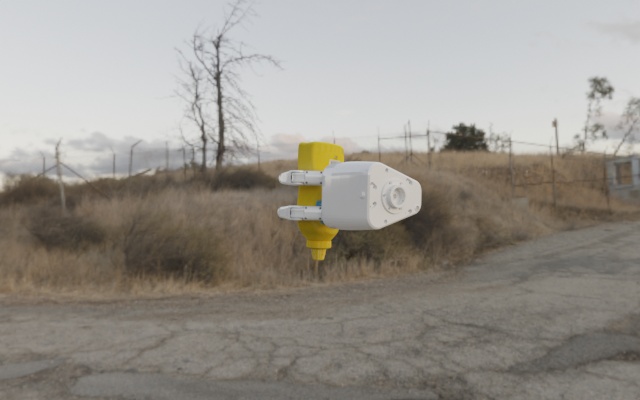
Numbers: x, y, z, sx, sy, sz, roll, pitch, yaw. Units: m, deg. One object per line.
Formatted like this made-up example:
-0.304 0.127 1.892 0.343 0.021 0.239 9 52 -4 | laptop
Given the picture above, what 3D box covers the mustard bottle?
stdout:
0.000 0.002 0.790 0.058 0.191 0.096 1 0 32 | mustard bottle
